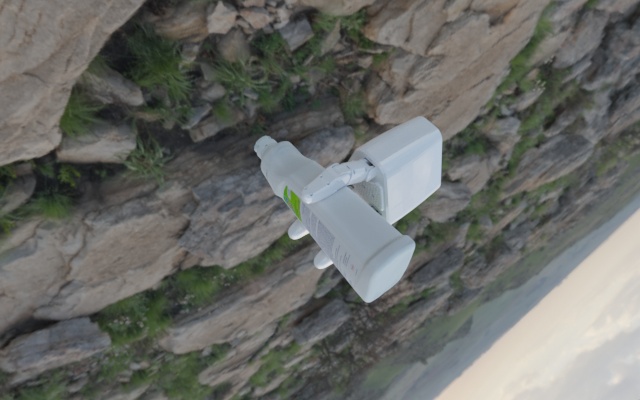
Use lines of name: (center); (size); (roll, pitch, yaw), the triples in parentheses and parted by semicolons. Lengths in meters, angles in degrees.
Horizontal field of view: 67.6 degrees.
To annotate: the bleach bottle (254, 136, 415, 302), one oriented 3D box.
bleach bottle: (0.000, 0.002, 0.582); (0.068, 0.250, 0.103); (-32, -27, -23)
